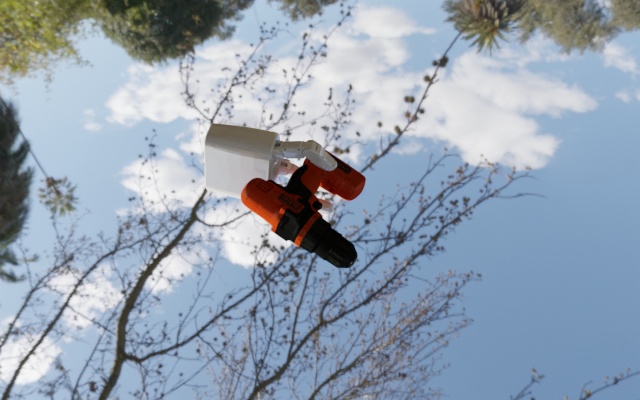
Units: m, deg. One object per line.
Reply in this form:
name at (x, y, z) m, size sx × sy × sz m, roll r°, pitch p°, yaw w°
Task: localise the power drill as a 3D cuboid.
power drill at (0.000, 0.002, 0.709) m, size 0.184 × 0.057 × 0.187 m, roll 36°, pitch 36°, yaw 6°
